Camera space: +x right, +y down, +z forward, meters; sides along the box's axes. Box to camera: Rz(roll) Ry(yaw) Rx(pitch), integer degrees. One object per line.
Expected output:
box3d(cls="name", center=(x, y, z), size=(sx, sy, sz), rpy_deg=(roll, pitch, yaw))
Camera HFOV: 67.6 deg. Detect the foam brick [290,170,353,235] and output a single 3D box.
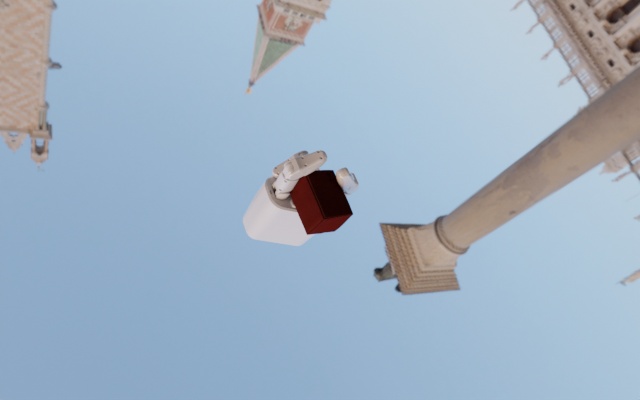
box3d(cls="foam brick", center=(0.000, 0.002, 0.672), size=(0.053, 0.078, 0.051), rpy_deg=(-4, -30, -37))
